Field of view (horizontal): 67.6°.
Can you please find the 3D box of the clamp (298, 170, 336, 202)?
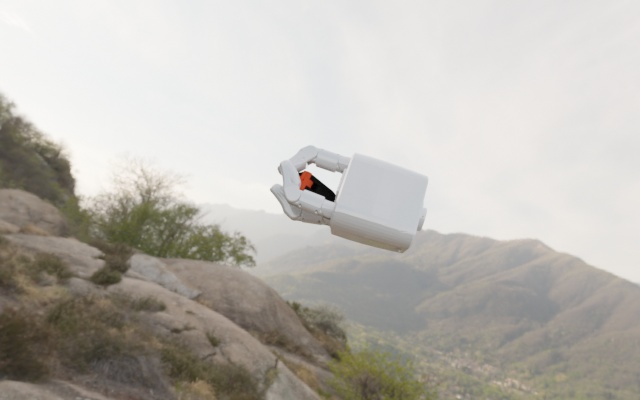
[{"bbox_3d":[0.000,0.002,0.707,0.120,0.039,0.171,19,-10,6],"label":"clamp"}]
